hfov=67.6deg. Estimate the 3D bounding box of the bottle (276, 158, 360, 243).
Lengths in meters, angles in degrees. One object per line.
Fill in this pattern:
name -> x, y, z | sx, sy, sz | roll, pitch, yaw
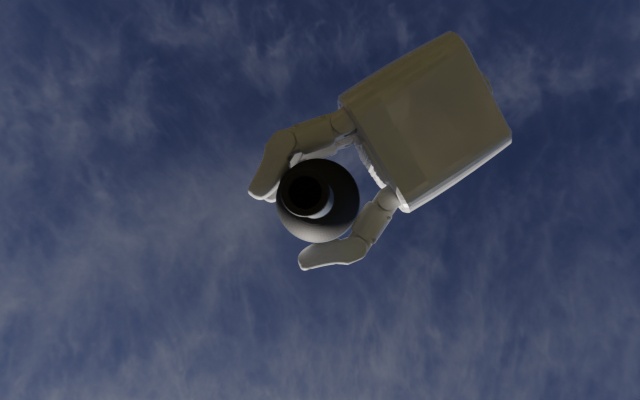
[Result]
bottle -> 0.000, 0.001, 0.412 | 0.069, 0.069, 0.296 | 0, -2, 3
